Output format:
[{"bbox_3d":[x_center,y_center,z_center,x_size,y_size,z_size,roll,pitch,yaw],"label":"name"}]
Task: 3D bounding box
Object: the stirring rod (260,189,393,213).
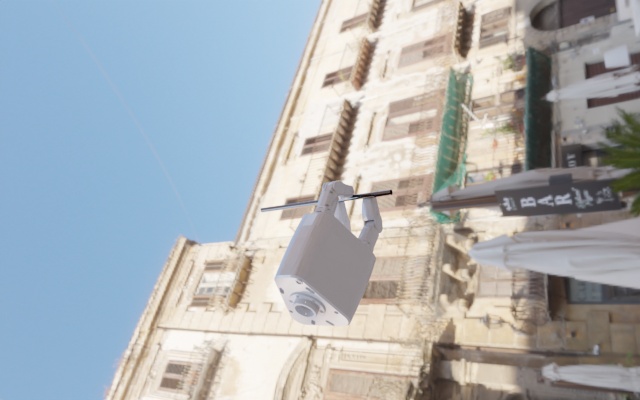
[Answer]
[{"bbox_3d":[0.000,0.002,0.728,0.239,0.011,0.011,-8,-5,35],"label":"stirring rod"}]
